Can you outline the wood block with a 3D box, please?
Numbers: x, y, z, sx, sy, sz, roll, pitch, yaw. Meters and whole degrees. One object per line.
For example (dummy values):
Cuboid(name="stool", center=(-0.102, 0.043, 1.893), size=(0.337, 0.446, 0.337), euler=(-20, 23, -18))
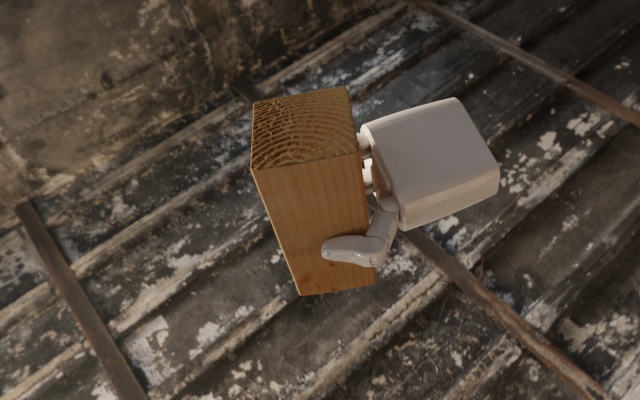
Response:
Cuboid(name="wood block", center=(0.001, 0.002, 0.481), size=(0.090, 0.090, 0.206), euler=(-10, -41, 4))
